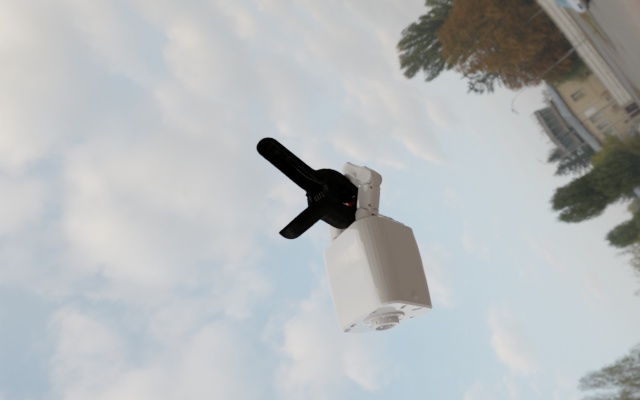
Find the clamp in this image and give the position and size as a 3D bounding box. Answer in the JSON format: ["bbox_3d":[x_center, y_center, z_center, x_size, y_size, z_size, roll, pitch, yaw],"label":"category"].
[{"bbox_3d":[0.000,0.002,0.555,0.171,0.120,0.039,19,-36,-41],"label":"clamp"}]
